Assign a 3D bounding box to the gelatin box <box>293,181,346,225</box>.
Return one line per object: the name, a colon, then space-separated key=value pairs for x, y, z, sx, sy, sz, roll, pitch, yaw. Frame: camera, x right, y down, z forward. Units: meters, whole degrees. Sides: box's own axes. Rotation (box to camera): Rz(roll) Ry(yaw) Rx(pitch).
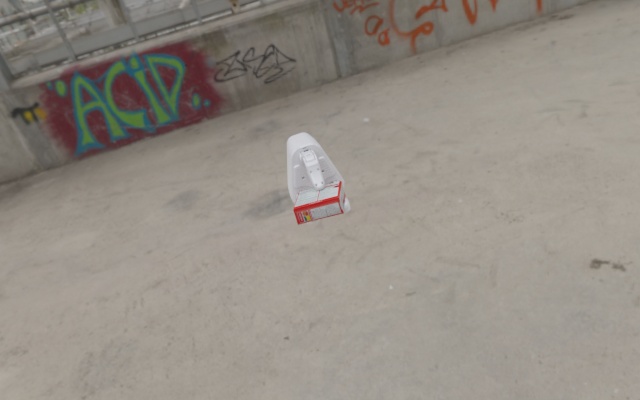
gelatin box: x=0.000 y=0.002 z=0.749 sx=0.073 sy=0.030 sz=0.089 roll=-14 pitch=17 yaw=9
